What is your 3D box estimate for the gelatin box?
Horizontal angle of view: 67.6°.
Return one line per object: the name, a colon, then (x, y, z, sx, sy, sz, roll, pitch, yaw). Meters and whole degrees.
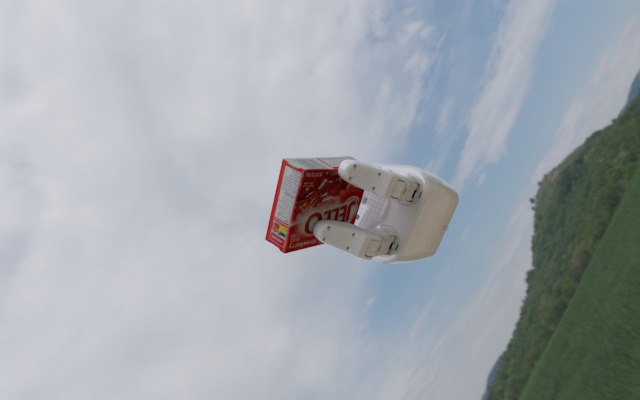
gelatin box: (0.000, 0.001, 0.410, 0.030, 0.073, 0.089, 30, 24, 37)
